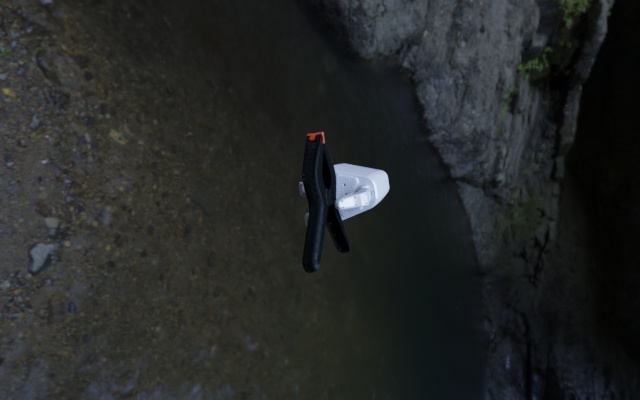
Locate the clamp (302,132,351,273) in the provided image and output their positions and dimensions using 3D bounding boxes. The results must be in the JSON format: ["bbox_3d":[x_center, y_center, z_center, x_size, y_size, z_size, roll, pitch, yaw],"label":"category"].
[{"bbox_3d":[0.001,0.002,0.734,0.036,0.210,0.164,-5,10,21],"label":"clamp"}]
